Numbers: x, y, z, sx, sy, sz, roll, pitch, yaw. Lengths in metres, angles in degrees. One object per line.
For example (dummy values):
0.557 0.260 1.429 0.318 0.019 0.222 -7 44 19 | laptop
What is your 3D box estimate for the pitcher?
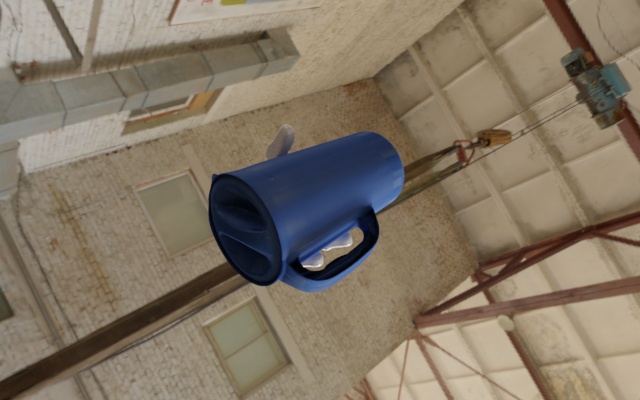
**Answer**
0.000 0.002 0.588 0.242 0.149 0.145 -26 14 -39 | pitcher
